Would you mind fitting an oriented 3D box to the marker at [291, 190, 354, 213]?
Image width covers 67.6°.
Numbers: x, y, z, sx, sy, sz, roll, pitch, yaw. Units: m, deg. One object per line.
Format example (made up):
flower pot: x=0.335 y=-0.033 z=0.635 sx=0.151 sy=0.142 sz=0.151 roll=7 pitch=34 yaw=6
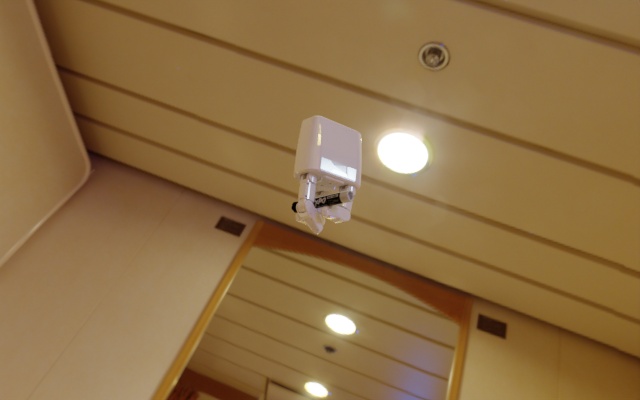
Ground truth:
marker: x=0.000 y=0.003 z=0.773 sx=0.121 sy=0.020 sz=0.020 roll=-12 pitch=-8 yaw=38
